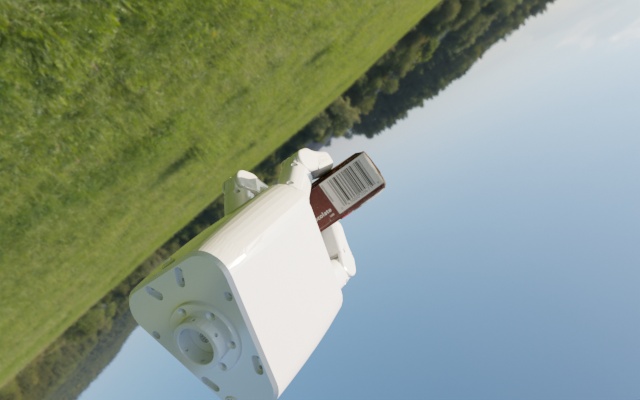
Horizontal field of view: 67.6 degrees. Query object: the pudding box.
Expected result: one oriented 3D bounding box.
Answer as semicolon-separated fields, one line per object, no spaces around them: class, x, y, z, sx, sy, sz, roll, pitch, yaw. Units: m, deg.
pudding box;0.000;0.002;0.432;0.113;0.039;0.090;-34;5;3
